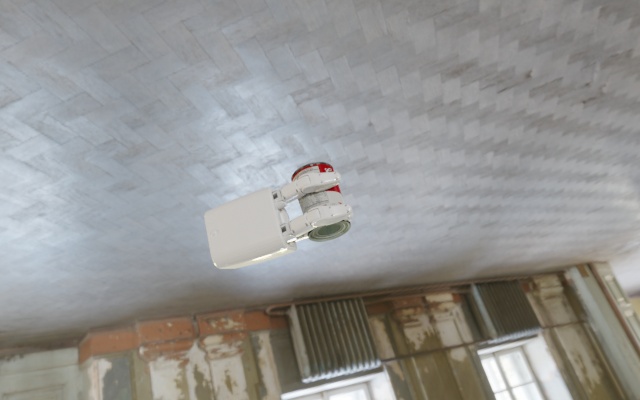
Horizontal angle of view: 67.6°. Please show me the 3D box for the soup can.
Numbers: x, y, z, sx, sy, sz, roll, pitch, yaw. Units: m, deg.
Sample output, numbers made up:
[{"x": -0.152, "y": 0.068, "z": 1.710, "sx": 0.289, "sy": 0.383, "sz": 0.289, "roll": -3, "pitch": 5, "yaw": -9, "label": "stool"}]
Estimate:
[{"x": 0.001, "y": 0.003, "z": 0.717, "sx": 0.068, "sy": 0.102, "sz": 0.068, "roll": -13, "pitch": -27, "yaw": -7, "label": "soup can"}]
